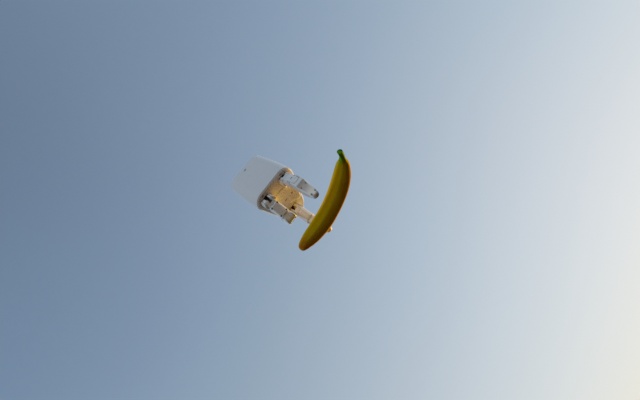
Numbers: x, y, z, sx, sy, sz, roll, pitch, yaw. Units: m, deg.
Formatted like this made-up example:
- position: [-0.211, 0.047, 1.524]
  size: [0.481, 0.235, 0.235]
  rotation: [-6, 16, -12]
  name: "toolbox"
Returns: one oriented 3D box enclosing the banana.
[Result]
- position: [0.014, 0.002, 0.880]
  size: [0.069, 0.198, 0.037]
  rotation: [12, 12, -46]
  name: "banana"
